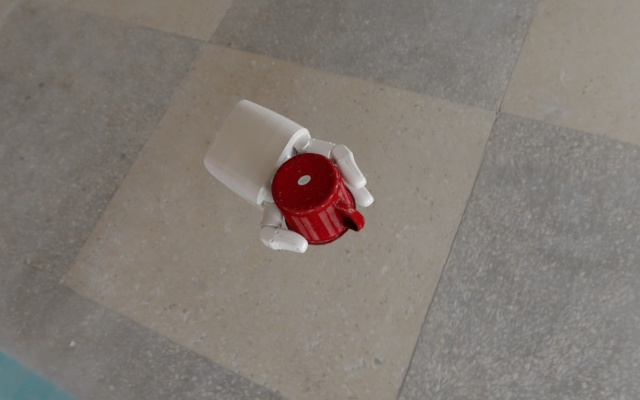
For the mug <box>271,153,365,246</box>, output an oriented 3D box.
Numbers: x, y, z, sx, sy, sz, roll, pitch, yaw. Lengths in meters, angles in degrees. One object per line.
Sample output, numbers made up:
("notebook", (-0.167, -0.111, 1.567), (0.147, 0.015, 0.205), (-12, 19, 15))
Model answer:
("mug", (0.001, 0.002, 0.562), (0.117, 0.093, 0.081), (30, -15, 24))
